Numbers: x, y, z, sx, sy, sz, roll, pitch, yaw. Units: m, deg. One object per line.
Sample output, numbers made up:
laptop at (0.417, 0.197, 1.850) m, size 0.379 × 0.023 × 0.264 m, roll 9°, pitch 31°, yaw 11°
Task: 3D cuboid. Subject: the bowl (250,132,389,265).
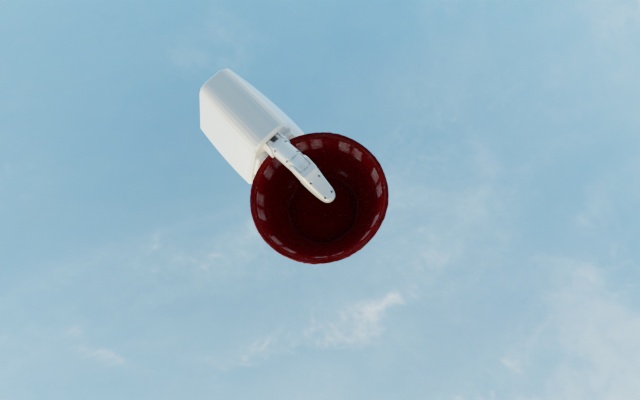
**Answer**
bowl at (0.001, 0.003, 0.573) m, size 0.162 × 0.162 × 0.055 m, roll 0°, pitch -19°, yaw 7°
